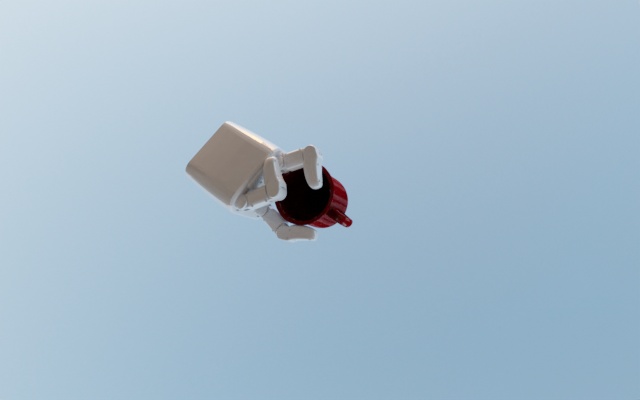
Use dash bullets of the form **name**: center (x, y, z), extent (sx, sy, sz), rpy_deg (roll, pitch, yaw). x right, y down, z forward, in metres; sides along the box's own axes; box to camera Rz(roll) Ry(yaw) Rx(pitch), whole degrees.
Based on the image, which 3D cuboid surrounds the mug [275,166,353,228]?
- **mug**: center (0.001, 0.003, 0.702), extent (0.117, 0.093, 0.081), rpy_deg (33, 3, 25)
